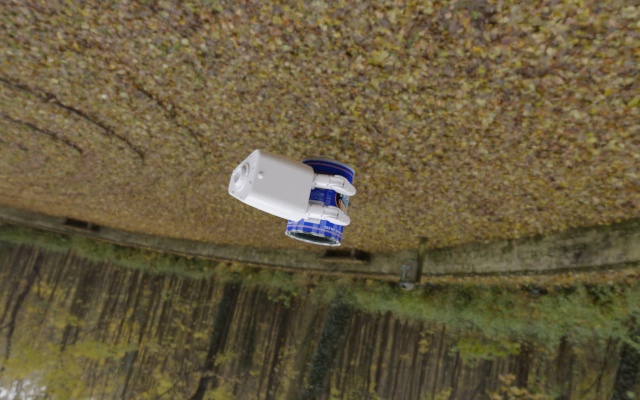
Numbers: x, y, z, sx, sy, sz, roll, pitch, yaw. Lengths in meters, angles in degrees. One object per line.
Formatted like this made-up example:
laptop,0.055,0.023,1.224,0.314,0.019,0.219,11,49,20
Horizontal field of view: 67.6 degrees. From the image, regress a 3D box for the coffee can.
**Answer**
coffee can,0.000,0.003,0.875,0.103,0.140,0.103,11,-13,3
